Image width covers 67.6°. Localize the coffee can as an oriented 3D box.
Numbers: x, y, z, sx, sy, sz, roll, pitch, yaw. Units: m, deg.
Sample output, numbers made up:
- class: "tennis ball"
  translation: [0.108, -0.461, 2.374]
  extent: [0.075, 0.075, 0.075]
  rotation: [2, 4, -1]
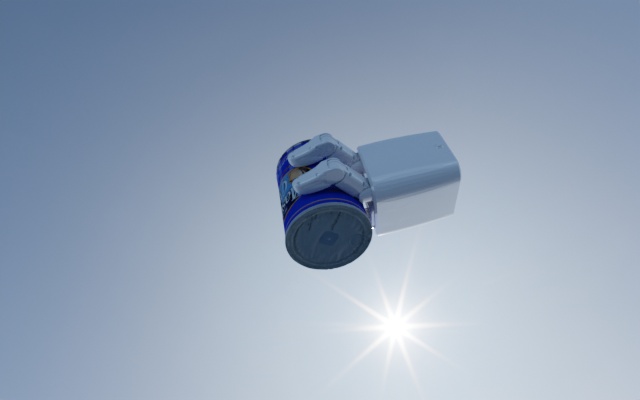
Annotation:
- class: "coffee can"
  translation: [0.000, 0.002, 0.604]
  extent: [0.103, 0.103, 0.140]
  rotation: [0, 39, -11]
